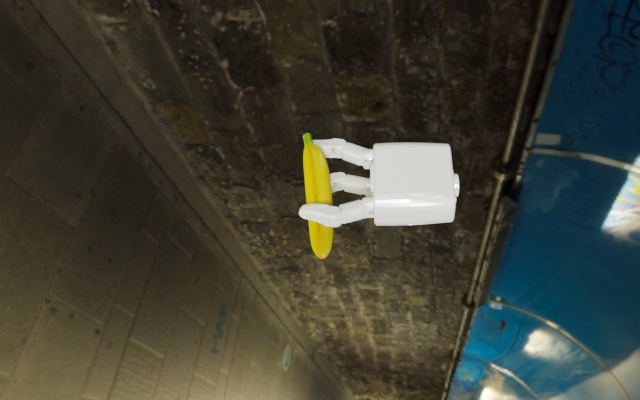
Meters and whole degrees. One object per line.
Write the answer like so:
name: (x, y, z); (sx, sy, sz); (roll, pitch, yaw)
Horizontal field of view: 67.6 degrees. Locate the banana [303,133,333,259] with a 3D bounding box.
banana: (-0.001, 0.005, 0.691); (0.037, 0.198, 0.069); (-4, 18, 3)
